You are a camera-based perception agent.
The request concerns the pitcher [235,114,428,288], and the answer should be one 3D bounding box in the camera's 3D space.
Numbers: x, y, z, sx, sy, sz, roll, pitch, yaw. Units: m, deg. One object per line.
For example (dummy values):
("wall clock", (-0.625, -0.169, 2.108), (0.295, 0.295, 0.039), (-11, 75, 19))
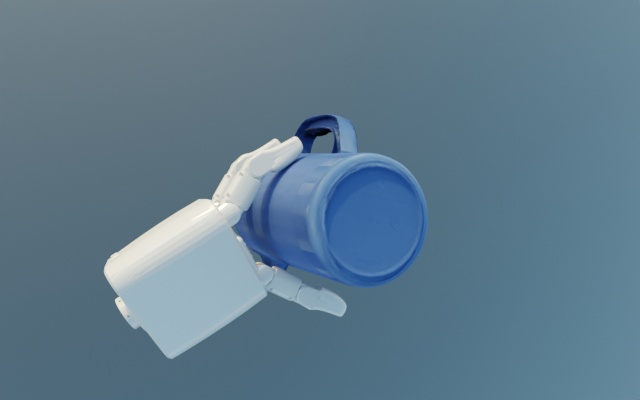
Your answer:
("pitcher", (0.000, 0.002, 0.482), (0.145, 0.149, 0.243), (-33, 13, -18))
